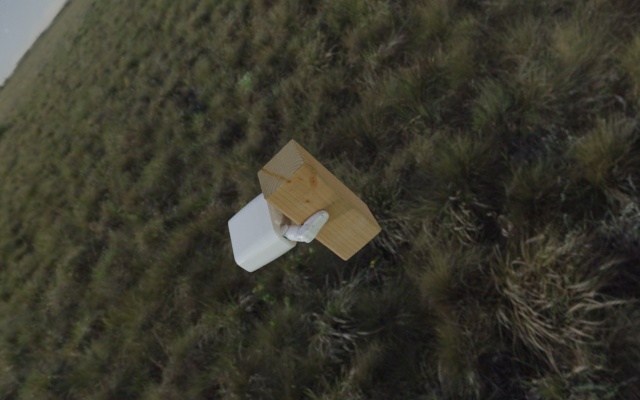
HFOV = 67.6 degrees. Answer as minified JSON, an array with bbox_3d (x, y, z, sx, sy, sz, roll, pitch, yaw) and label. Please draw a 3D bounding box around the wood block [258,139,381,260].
[{"bbox_3d":[0.000,0.003,0.830,0.206,0.090,0.090,39,15,-33],"label":"wood block"}]
